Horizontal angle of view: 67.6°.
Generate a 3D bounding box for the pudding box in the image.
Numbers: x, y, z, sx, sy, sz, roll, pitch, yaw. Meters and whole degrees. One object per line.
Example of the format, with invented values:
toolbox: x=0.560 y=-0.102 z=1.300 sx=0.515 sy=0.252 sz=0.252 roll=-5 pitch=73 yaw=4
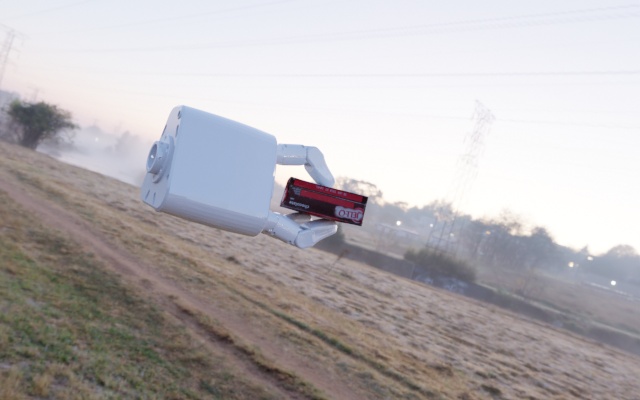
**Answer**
pudding box: x=0.000 y=0.002 z=0.564 sx=0.090 sy=0.039 sz=0.113 roll=15 pitch=0 yaw=-6
